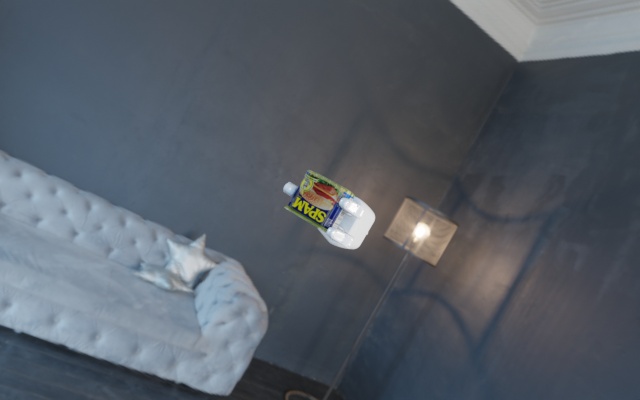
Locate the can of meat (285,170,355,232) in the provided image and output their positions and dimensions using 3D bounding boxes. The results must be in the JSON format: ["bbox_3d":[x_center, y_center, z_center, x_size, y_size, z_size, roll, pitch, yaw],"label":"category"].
[{"bbox_3d":[0.000,0.002,0.859,0.102,0.084,0.057,30,0,26],"label":"can of meat"}]
